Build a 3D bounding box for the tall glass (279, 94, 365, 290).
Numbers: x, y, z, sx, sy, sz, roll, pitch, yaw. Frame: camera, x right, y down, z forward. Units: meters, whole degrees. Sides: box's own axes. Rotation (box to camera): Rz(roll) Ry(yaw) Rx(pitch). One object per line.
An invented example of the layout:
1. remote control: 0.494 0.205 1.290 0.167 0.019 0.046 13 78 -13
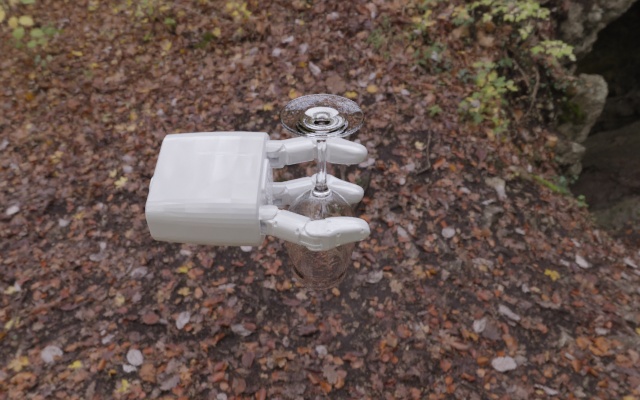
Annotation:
1. tall glass: 0.000 0.001 0.477 0.079 0.201 0.079 0 40 0
